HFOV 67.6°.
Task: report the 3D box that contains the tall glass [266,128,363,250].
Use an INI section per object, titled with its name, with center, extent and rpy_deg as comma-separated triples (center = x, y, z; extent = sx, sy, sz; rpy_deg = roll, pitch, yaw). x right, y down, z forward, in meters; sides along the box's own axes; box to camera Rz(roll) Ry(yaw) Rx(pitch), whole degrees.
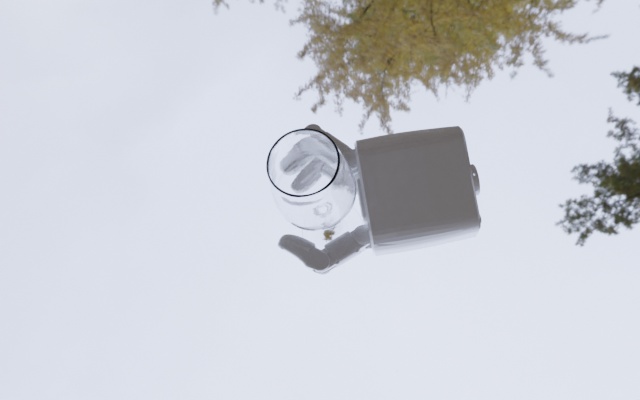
[tall glass]
center = 0.000, 0.002, 0.480
extent = 0.079, 0.079, 0.201
rpy_deg = 0, -19, 9
